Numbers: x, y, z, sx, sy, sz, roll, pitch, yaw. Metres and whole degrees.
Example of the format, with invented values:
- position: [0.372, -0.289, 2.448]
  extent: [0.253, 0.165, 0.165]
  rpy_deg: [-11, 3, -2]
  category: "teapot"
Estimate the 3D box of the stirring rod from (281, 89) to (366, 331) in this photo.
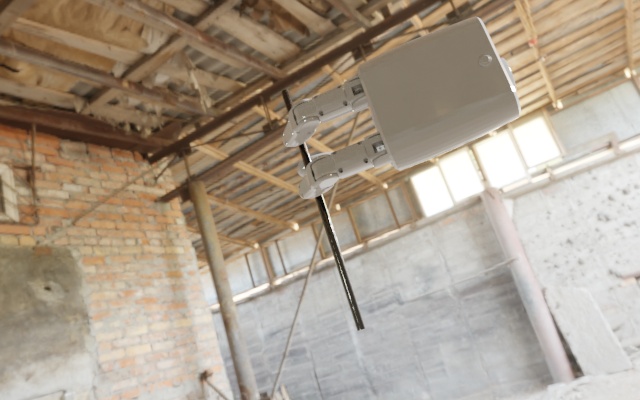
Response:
- position: [0.000, 0.002, 0.444]
  extent: [0.011, 0.239, 0.011]
  rpy_deg: [-16, -16, -5]
  category: "stirring rod"
